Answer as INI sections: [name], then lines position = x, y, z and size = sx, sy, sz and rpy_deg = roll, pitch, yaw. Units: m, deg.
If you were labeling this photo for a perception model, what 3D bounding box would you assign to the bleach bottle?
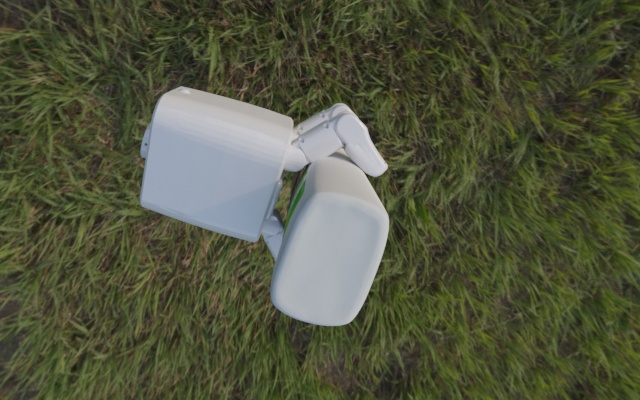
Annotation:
[bleach bottle]
position = 0.000, 0.001, 0.435
size = 0.068, 0.102, 0.250
rpy_deg = 17, 16, -9
